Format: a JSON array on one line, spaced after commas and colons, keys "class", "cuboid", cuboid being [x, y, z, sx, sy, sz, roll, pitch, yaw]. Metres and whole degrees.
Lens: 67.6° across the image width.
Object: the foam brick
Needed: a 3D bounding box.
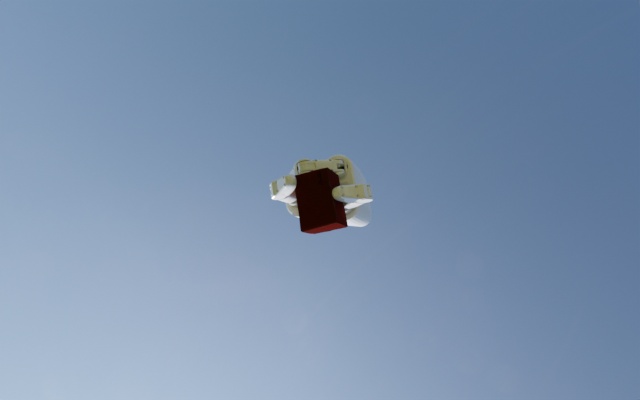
[{"class": "foam brick", "cuboid": [0.000, 0.002, 0.642, 0.053, 0.078, 0.051, -13, -14, 17]}]
